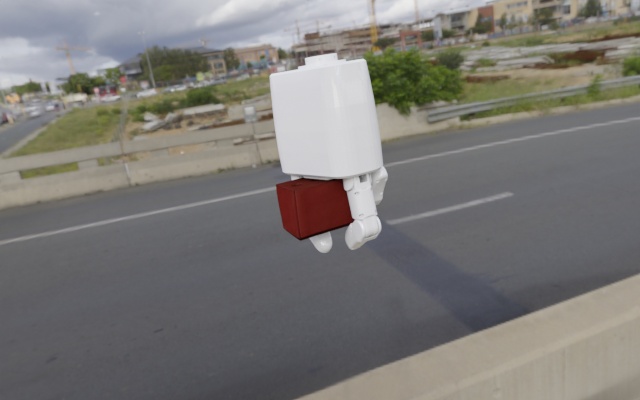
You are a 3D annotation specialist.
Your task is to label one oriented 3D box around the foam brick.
[{"bbox_3d":[0.000,0.002,0.496,0.078,0.051,0.053,-16,17,-23],"label":"foam brick"}]
